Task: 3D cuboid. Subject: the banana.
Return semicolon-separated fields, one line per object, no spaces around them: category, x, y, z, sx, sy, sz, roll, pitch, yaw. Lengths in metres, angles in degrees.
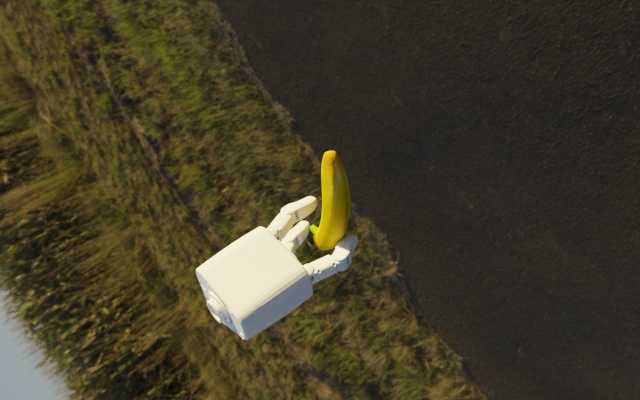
banana;0.011;0.017;0.651;0.037;0.069;0.198;-30;-24;-27
